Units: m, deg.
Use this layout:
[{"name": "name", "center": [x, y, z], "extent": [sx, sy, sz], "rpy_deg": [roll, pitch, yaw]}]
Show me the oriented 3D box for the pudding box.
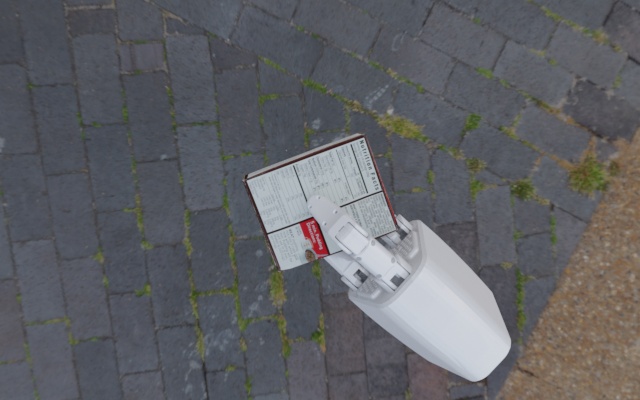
[{"name": "pudding box", "center": [0.000, 0.001, 0.416], "extent": [0.113, 0.090, 0.039], "rpy_deg": [-20, 8, -2]}]
